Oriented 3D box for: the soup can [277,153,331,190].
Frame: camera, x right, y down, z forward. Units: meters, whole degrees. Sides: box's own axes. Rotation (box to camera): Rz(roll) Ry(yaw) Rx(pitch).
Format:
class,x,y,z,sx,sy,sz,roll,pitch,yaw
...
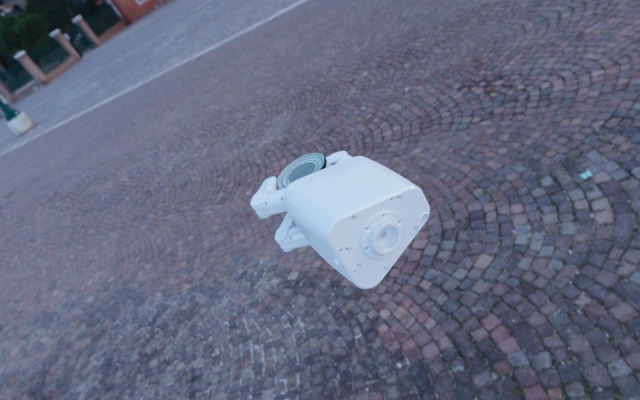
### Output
class,x,y,z,sx,sy,sz,roll,pitch,yaw
soup can,0.000,0.001,0.580,0.068,0.102,0.068,-24,32,16
